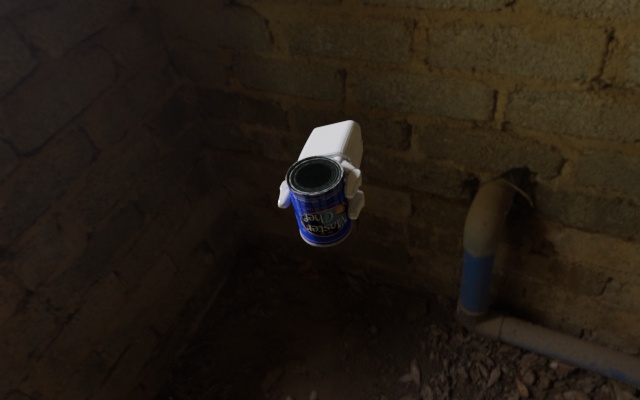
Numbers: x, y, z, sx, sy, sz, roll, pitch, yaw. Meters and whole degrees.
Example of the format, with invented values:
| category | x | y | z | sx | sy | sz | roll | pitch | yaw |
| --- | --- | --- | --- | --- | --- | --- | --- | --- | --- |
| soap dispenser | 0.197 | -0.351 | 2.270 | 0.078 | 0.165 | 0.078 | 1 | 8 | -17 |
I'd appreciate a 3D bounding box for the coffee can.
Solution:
| category | x | y | z | sx | sy | sz | roll | pitch | yaw |
| --- | --- | --- | --- | --- | --- | --- | --- | --- | --- |
| coffee can | 0.000 | 0.003 | 0.880 | 0.103 | 0.102 | 0.140 | 0 | -44 | 13 |
